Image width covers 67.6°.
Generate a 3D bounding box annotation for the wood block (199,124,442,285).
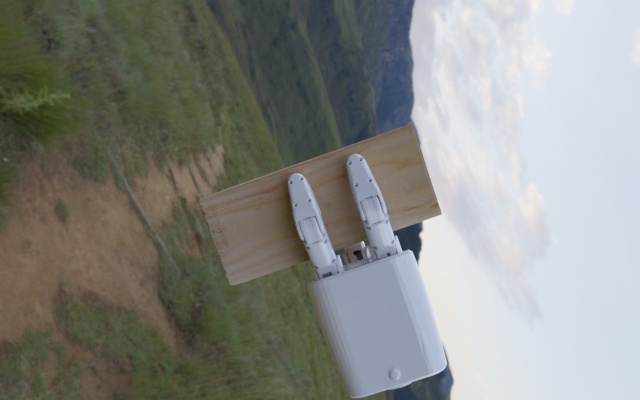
[{"bbox_3d":[0.000,0.002,0.477,0.206,0.090,0.091,-19,5,4],"label":"wood block"}]
